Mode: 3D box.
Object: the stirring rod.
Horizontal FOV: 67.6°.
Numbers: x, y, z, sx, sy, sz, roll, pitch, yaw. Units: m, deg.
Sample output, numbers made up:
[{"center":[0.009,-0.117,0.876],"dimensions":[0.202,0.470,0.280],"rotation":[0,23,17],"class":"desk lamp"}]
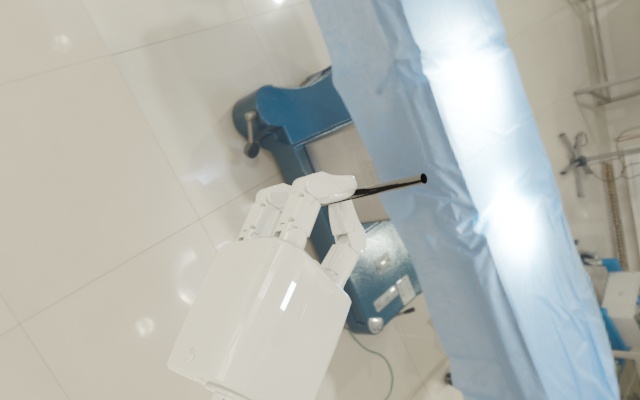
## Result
[{"center":[0.000,0.002,0.445],"dimensions":[0.011,0.011,0.239],"rotation":[0,-9,-40],"class":"stirring rod"}]
